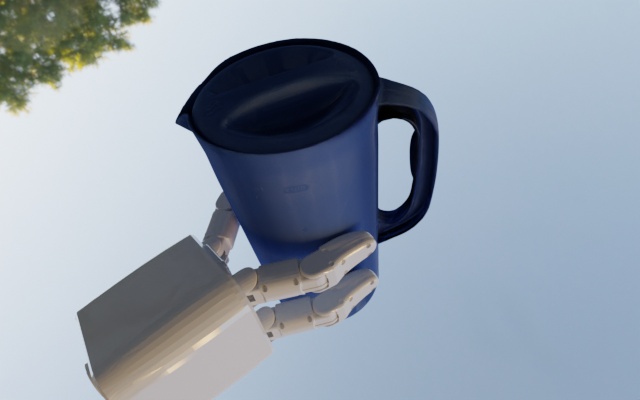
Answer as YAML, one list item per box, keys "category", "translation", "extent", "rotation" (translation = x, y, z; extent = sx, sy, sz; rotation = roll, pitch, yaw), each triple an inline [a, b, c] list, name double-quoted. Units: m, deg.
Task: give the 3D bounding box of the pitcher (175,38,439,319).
- category: "pitcher"
  translation: [0.000, 0.001, 0.403]
  extent: [0.145, 0.243, 0.149]
  rotation: [-36, 51, -20]
